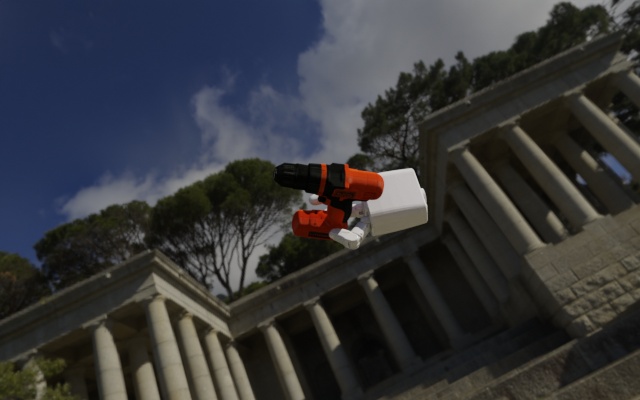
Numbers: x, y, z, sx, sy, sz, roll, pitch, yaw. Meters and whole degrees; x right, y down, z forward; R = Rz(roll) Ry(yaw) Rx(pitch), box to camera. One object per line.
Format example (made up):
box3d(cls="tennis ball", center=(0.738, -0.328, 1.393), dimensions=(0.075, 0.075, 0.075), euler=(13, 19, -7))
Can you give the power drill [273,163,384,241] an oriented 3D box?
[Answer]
box3d(cls="power drill", center=(0.000, 0.003, 0.840), dimensions=(0.184, 0.057, 0.188), euler=(8, -31, -9))
